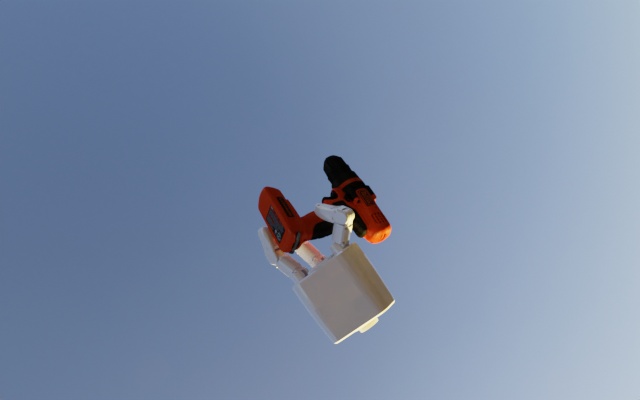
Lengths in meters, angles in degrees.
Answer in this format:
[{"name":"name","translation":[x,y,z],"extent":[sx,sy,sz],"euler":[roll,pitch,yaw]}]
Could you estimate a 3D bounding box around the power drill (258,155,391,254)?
[{"name":"power drill","translation":[0.000,0.003,0.765],"extent":[0.187,0.184,0.057],"euler":[-12,-38,-30]}]
